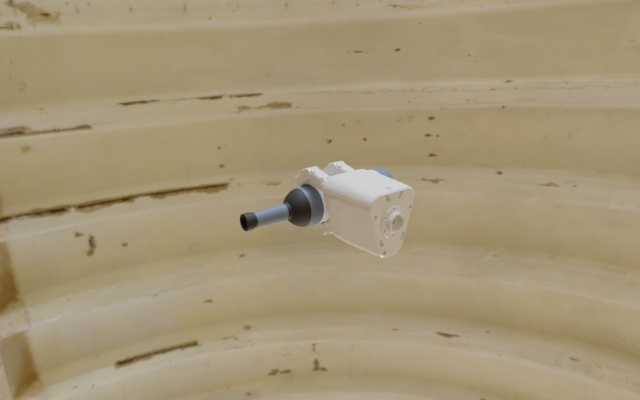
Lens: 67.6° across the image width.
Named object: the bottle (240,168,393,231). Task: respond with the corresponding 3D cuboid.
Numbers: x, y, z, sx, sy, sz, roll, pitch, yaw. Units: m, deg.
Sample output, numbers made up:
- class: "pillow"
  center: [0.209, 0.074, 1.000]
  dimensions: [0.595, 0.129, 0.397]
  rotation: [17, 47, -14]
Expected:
- class: "bottle"
  center: [0.000, 0.003, 0.808]
  dimensions: [0.295, 0.069, 0.069]
  rotation: [-15, 9, -35]
